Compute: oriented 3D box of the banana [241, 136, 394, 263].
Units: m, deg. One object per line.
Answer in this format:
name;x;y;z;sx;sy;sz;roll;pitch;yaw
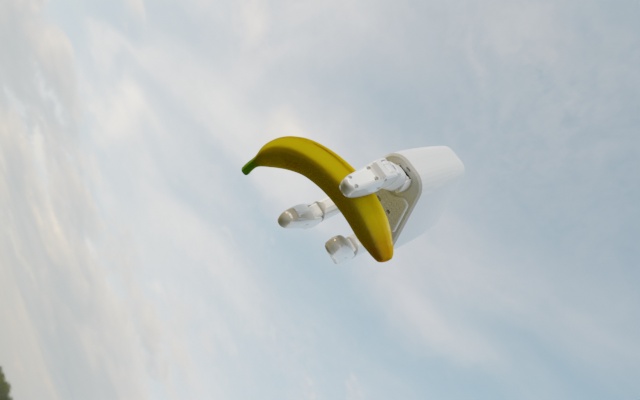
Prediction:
banana;0.003;-0.016;0.478;0.197;0.070;0.037;33;26;29
